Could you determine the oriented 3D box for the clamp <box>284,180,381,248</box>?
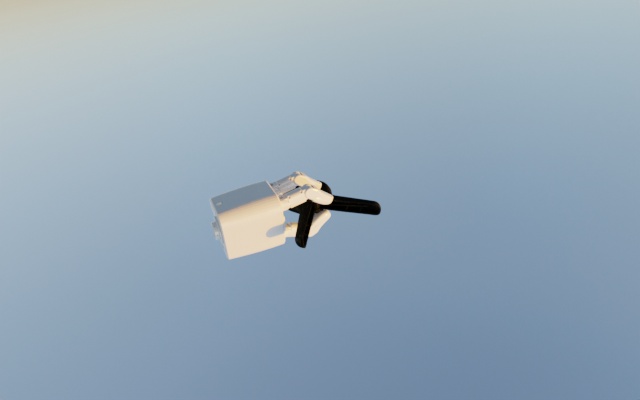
[{"bbox_3d":[0.000,0.003,0.876,0.164,0.036,0.210,-18,32,-16],"label":"clamp"}]
